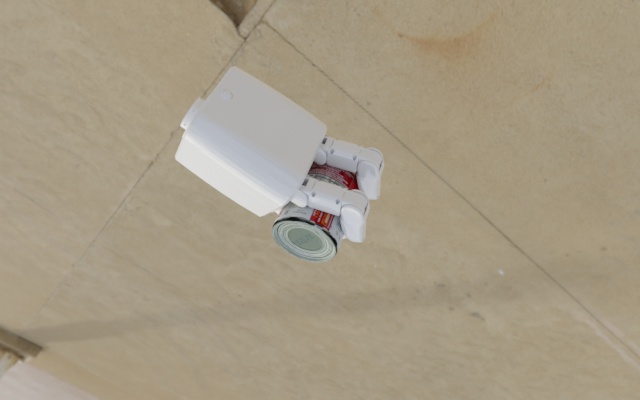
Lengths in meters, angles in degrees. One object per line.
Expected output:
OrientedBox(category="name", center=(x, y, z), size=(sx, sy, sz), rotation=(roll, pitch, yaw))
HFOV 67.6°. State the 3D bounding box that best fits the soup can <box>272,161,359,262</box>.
OrientedBox(category="soup can", center=(0.000, 0.002, 0.478), size=(0.068, 0.102, 0.069), rotation=(15, -37, 11))
